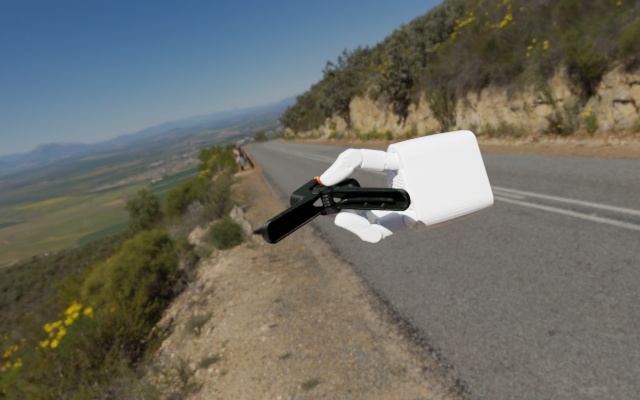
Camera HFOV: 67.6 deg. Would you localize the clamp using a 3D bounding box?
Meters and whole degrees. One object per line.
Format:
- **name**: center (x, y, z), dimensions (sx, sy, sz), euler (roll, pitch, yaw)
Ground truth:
- **clamp**: center (0.000, 0.001, 0.595), dimensions (0.164, 0.036, 0.210), euler (-15, 13, -9)
